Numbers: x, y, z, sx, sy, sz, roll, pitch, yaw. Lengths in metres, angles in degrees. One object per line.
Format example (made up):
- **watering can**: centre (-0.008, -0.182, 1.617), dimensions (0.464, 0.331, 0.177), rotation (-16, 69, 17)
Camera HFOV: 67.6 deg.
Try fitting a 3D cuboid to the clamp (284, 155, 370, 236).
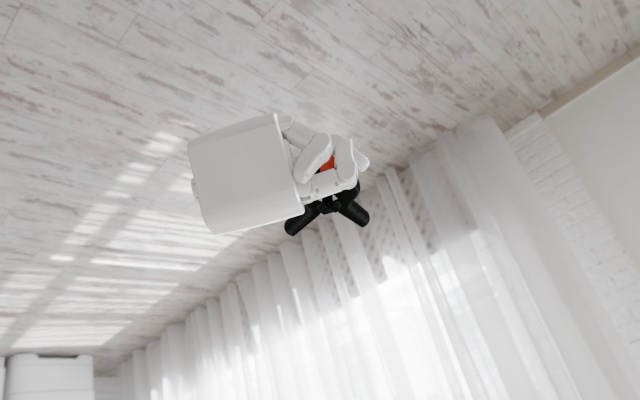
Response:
- **clamp**: centre (0.000, 0.002, 0.614), dimensions (0.120, 0.039, 0.172), rotation (-16, -30, 1)
